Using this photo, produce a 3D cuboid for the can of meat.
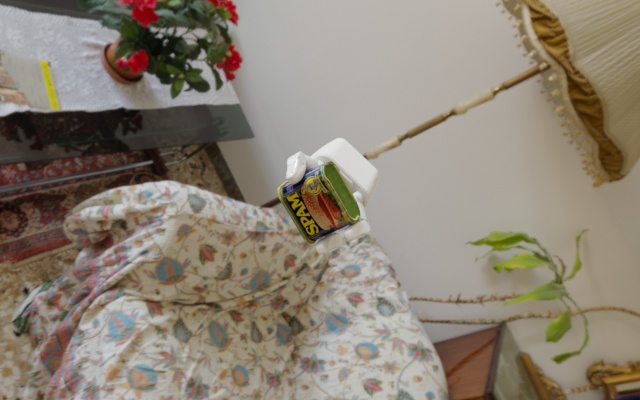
[{"bbox_3d":[0.000,0.002,0.711,0.084,0.102,0.057,-26,9,27],"label":"can of meat"}]
